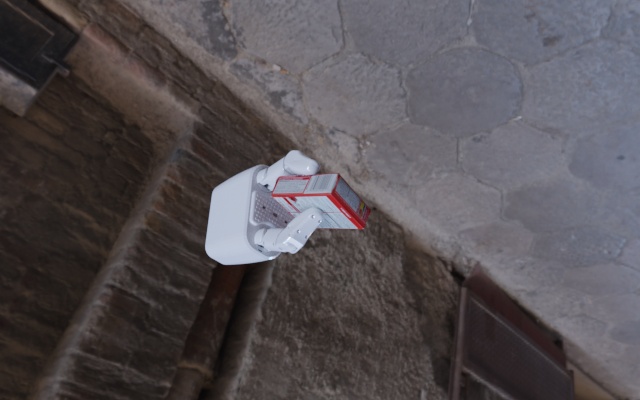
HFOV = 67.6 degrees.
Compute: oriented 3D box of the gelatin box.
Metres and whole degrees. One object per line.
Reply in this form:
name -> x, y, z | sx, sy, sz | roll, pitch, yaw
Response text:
gelatin box -> 0.000, 0.002, 0.536 | 0.089, 0.030, 0.073 | -1, -33, 39
